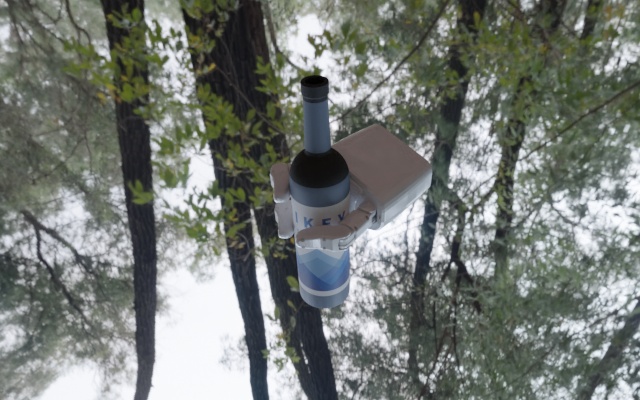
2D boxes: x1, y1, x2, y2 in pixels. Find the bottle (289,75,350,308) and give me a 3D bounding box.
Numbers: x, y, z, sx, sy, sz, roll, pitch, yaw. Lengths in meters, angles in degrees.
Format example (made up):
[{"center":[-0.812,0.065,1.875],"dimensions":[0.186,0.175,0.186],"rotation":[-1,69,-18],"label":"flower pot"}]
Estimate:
[{"center":[0.000,0.002,0.545],"dimensions":[0.069,0.296,0.069],"rotation":[-2,38,1],"label":"bottle"}]
